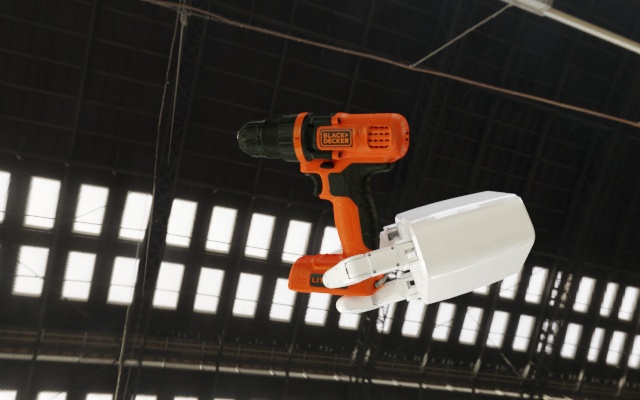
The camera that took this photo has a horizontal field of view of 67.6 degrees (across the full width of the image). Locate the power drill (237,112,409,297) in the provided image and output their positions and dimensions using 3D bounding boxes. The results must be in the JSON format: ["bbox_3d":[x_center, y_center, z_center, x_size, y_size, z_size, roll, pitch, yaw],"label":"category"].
[{"bbox_3d":[0.000,0.002,0.503,0.184,0.188,0.057,2,10,21],"label":"power drill"}]
